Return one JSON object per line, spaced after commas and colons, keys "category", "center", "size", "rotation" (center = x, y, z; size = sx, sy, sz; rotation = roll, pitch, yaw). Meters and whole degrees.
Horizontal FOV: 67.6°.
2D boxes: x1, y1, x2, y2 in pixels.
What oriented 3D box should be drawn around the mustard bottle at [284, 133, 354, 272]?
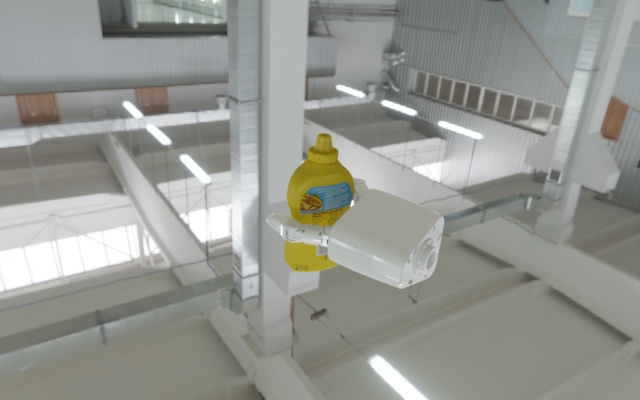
{"category": "mustard bottle", "center": [0.000, 0.002, 0.658], "size": [0.096, 0.192, 0.058], "rotation": [-9, 28, -26]}
